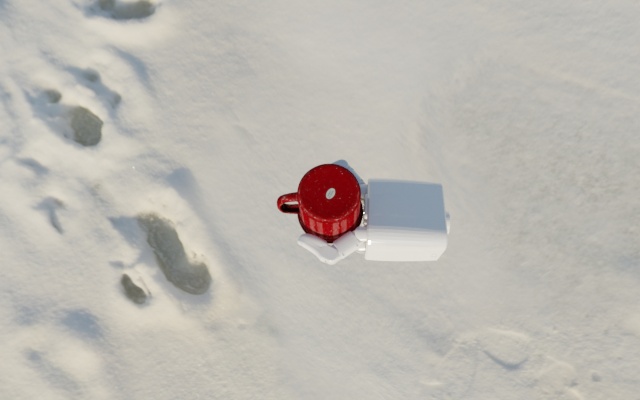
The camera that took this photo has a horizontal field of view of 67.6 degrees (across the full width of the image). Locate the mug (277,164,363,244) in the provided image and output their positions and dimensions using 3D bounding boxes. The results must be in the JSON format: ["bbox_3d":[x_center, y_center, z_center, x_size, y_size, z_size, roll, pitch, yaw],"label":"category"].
[{"bbox_3d":[-0.001,0.002,0.635,0.117,0.093,0.081,1,-20,3],"label":"mug"}]
